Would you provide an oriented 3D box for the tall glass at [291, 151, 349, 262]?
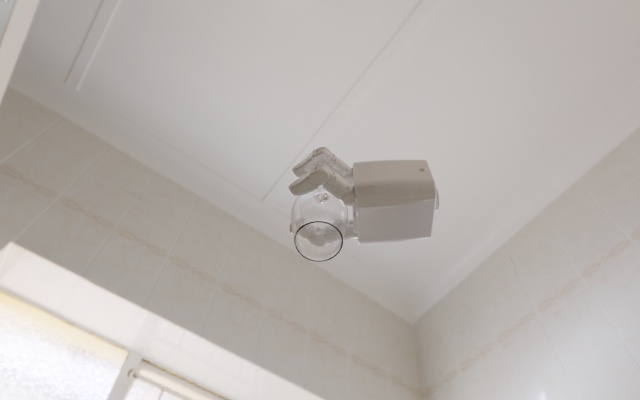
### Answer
[{"bbox_3d":[0.000,0.002,0.680,0.079,0.079,0.201,0,30,2],"label":"tall glass"}]
